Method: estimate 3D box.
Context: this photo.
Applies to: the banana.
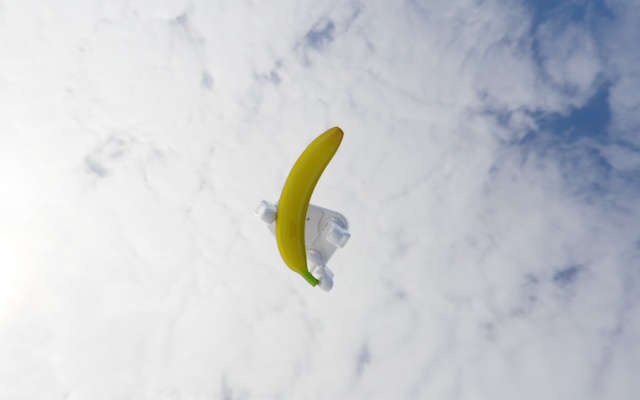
[{"bbox_3d":[-0.019,0.002,0.594,0.069,0.198,0.037,9,-1,10],"label":"banana"}]
